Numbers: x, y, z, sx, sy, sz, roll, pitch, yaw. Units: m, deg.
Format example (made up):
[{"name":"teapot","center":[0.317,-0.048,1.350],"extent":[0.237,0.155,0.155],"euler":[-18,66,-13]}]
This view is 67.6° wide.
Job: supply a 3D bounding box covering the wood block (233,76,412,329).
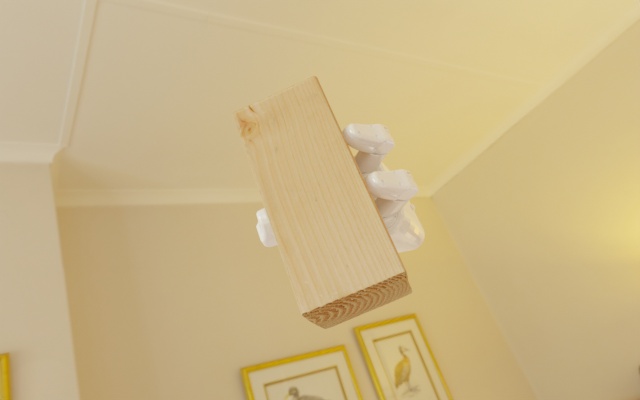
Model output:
[{"name":"wood block","center":[0.000,0.002,0.448],"extent":[0.091,0.206,0.090],"euler":[-24,-26,4]}]
